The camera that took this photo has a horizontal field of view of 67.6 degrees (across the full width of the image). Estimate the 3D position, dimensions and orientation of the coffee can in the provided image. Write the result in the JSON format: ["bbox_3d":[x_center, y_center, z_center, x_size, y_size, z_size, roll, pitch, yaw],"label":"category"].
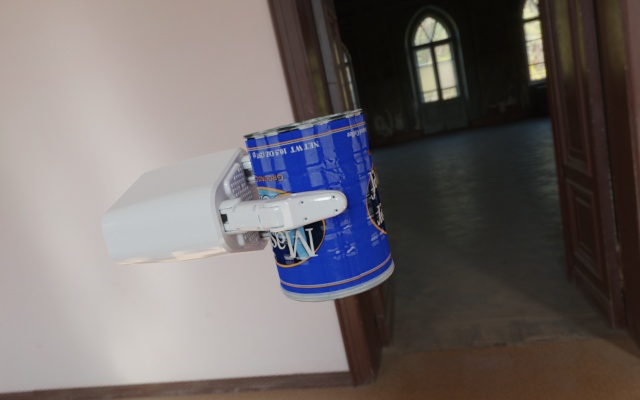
[{"bbox_3d":[0.000,0.001,0.412,0.103,0.140,0.103,-12,11,2],"label":"coffee can"}]
